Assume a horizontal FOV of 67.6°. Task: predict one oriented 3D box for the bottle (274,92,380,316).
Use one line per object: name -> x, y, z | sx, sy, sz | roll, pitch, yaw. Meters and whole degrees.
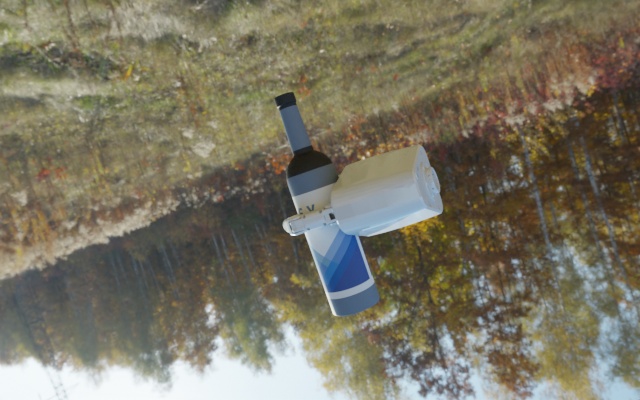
bottle -> 0.000, 0.002, 0.631 | 0.069, 0.296, 0.069 | -19, 4, 1
